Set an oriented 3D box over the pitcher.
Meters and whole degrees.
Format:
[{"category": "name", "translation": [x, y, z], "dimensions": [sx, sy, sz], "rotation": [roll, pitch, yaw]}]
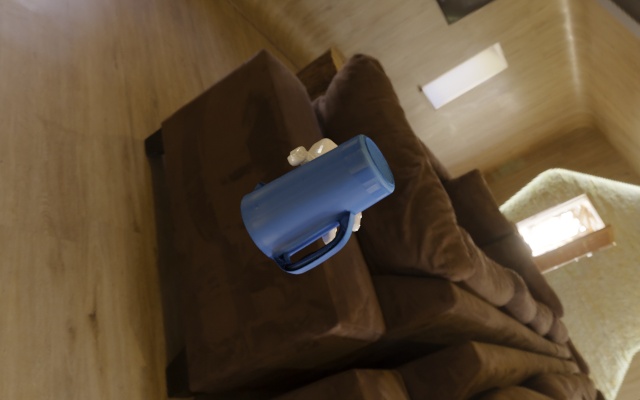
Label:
[{"category": "pitcher", "translation": [0.000, 0.002, 0.801], "dimensions": [0.243, 0.149, 0.145], "rotation": [-30, 15, 19]}]
